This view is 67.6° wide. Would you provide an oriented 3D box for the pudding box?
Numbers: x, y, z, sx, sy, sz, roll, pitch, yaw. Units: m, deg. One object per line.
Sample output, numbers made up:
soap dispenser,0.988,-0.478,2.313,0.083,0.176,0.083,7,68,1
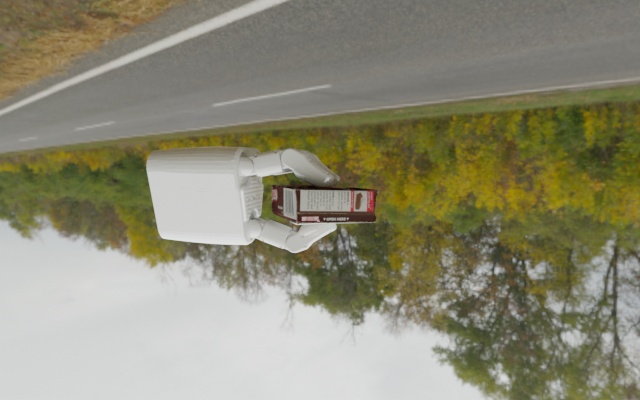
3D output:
pudding box,0.000,0.002,0.530,0.090,0.039,0.113,0,6,-18
